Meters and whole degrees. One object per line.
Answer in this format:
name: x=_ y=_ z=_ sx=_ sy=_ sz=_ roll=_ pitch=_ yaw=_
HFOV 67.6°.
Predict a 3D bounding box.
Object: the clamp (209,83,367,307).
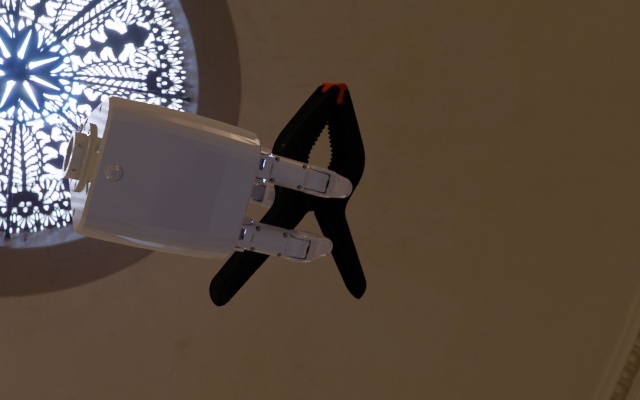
clamp: x=0.000 y=0.001 z=0.438 sx=0.164 sy=0.210 sz=0.036 roll=14 pitch=5 yaw=-37
